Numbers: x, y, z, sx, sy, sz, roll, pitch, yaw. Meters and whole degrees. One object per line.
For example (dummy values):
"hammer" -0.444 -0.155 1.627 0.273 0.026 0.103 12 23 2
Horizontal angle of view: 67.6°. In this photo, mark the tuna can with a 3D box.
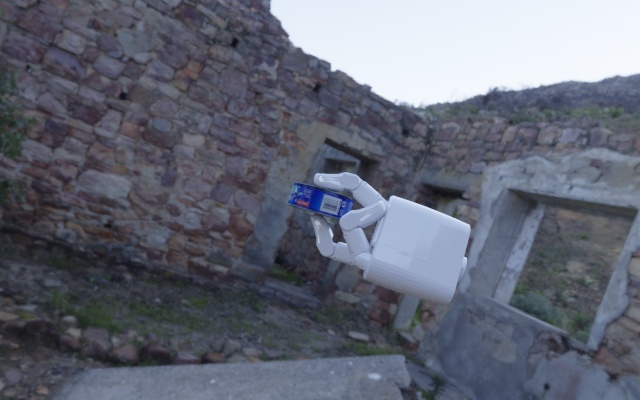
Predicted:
"tuna can" 0.000 0.002 0.645 0.086 0.034 0.086 16 -1 0
